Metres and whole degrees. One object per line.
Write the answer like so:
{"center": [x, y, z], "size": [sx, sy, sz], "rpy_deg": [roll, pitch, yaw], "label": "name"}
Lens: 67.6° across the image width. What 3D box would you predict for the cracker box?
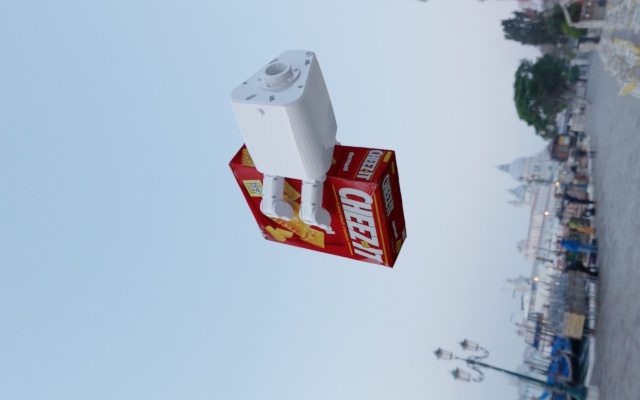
{"center": [0.000, 0.002, 0.655], "size": [0.213, 0.072, 0.164], "rpy_deg": [10, -40, 26], "label": "cracker box"}
